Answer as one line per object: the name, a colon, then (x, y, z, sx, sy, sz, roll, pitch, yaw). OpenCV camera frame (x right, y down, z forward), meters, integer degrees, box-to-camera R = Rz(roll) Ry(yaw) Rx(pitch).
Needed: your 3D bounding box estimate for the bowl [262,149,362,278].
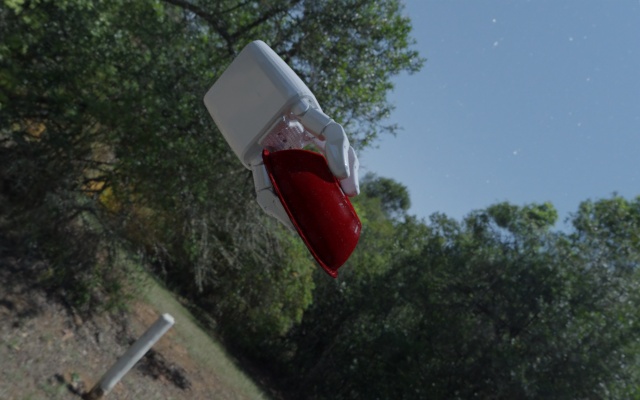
bowl: (0.001, 0.003, 0.524, 0.055, 0.162, 0.162, -29, -3, 5)
